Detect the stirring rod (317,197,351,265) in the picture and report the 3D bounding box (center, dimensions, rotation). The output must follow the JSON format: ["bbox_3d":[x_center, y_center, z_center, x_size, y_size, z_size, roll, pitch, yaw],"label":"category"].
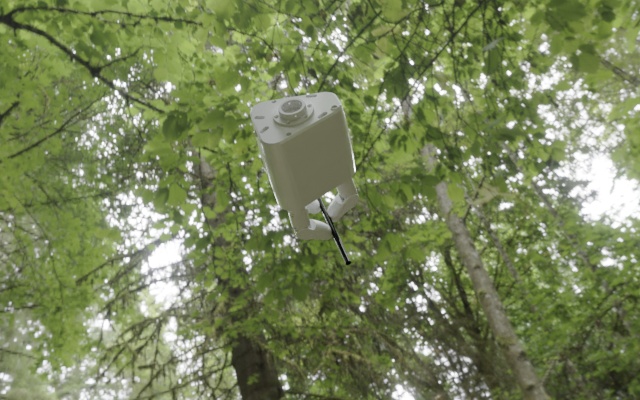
[{"bbox_3d":[0.000,0.002,0.698,0.011,0.011,0.239,0,41,-23],"label":"stirring rod"}]
